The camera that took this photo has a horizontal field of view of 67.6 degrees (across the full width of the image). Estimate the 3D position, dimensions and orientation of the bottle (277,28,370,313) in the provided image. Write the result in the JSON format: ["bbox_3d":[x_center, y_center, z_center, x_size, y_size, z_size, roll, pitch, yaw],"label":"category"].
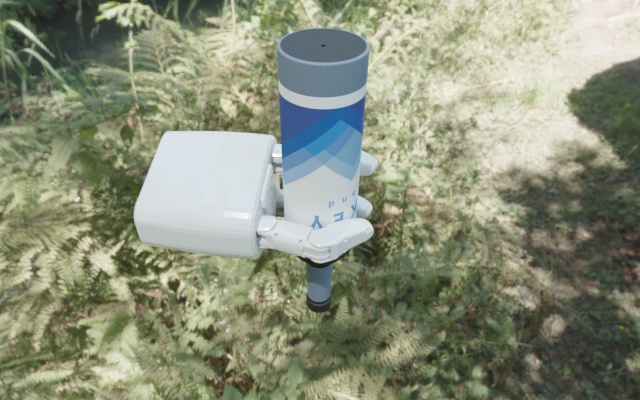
[{"bbox_3d":[0.000,0.001,0.435,0.069,0.296,0.069,1,40,-1],"label":"bottle"}]
